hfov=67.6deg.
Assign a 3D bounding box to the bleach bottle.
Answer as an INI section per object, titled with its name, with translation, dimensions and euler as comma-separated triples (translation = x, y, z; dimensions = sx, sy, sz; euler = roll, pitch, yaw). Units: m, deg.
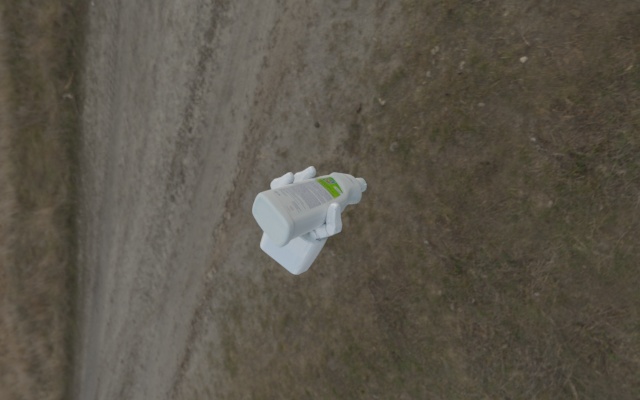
[bleach bottle]
translation = 0.000, 0.003, 0.899
dimensions = 0.251, 0.102, 0.068
euler = -19, -32, -41
